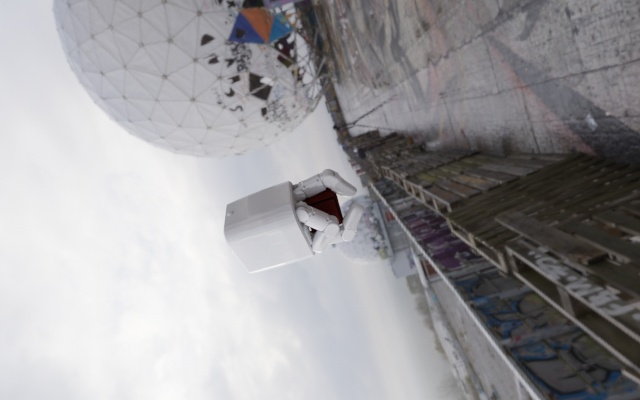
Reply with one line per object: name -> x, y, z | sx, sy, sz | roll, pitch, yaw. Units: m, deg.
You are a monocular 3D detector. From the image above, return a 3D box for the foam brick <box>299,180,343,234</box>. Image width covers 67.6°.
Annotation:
foam brick -> 0.000, 0.002, 0.734 | 0.051, 0.053, 0.078 | -19, 31, 5
